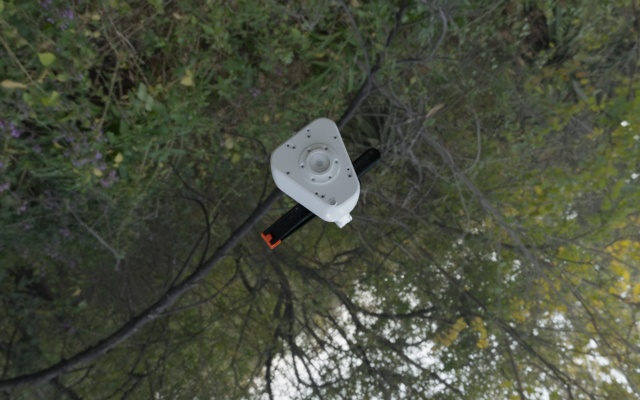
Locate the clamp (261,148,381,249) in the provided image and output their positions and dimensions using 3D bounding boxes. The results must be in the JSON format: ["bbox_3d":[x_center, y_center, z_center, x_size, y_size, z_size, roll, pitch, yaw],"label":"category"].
[{"bbox_3d":[0.000,0.003,0.754,0.210,0.036,0.164,-37,-7,-6],"label":"clamp"}]
